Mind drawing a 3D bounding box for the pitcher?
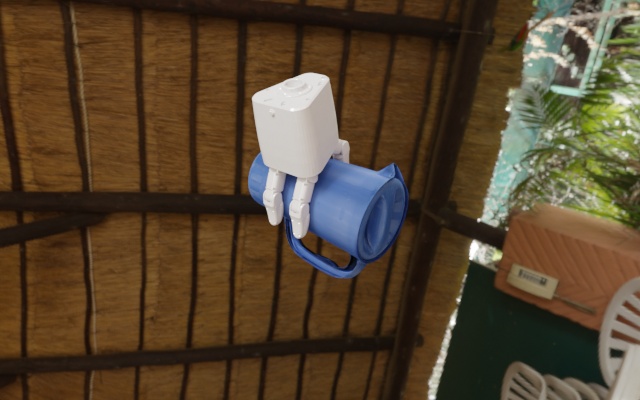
[{"bbox_3d":[0.000,0.002,0.750,0.242,0.145,0.149,23,47,33],"label":"pitcher"}]
